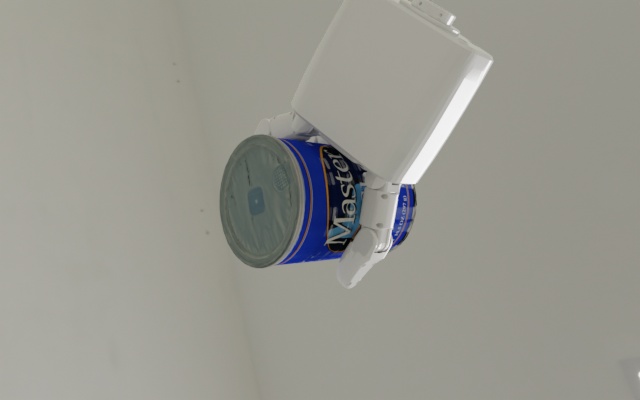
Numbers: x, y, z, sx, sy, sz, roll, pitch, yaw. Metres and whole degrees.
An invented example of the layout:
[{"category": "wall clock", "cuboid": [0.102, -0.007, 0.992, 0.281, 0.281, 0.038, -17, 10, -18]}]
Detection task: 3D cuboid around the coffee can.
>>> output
[{"category": "coffee can", "cuboid": [0.000, 0.002, 0.413, 0.140, 0.103, 0.103, 1, -1, -44]}]
